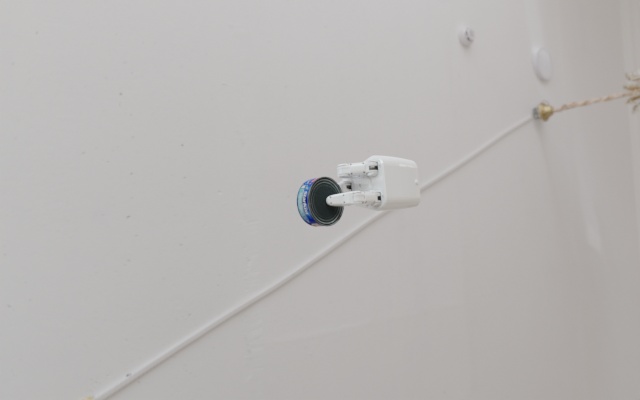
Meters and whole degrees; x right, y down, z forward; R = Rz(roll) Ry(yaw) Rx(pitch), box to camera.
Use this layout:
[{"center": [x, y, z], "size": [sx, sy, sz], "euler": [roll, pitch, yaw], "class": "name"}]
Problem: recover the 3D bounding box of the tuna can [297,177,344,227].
[{"center": [0.000, 0.003, 0.828], "size": [0.086, 0.086, 0.034], "euler": [0, -4, -44], "class": "tuna can"}]
